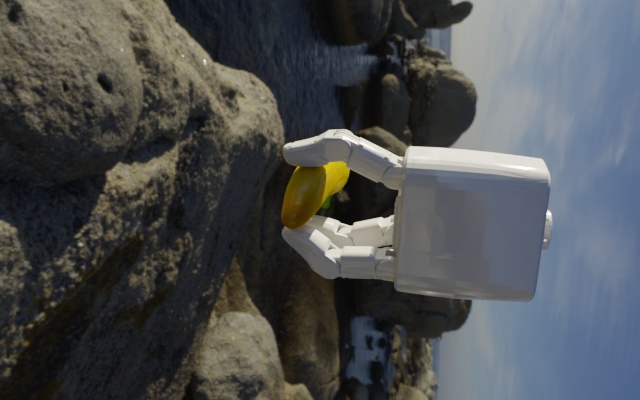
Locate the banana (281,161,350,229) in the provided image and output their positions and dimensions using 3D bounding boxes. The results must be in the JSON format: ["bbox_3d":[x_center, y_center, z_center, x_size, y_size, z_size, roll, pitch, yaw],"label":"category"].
[{"bbox_3d":[0.003,-0.017,0.453,0.037,0.069,0.198,8,5,10],"label":"banana"}]
